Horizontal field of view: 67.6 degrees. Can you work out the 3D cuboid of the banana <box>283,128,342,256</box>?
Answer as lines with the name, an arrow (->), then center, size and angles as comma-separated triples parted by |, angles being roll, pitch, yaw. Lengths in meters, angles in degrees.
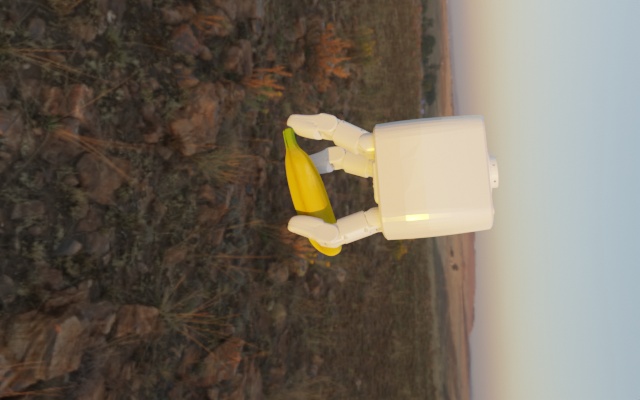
banana -> -0.002, 0.012, 0.551 | 0.037, 0.198, 0.069 | -8, 43, 12
